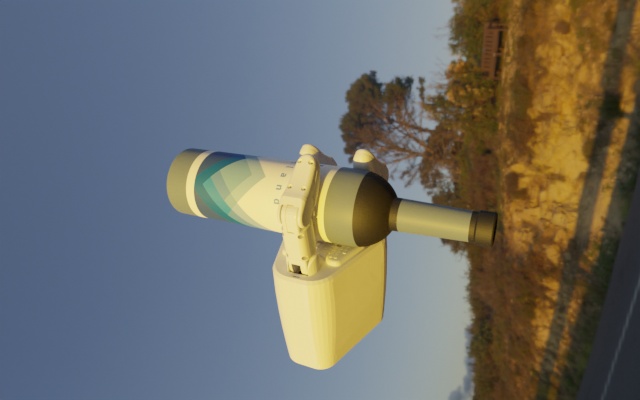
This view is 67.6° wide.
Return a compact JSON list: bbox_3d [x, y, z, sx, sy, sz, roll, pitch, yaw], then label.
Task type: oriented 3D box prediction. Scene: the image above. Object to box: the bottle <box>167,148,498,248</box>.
[{"bbox_3d":[0.000,0.001,0.423,0.295,0.069,0.069,9,4,24],"label":"bottle"}]
